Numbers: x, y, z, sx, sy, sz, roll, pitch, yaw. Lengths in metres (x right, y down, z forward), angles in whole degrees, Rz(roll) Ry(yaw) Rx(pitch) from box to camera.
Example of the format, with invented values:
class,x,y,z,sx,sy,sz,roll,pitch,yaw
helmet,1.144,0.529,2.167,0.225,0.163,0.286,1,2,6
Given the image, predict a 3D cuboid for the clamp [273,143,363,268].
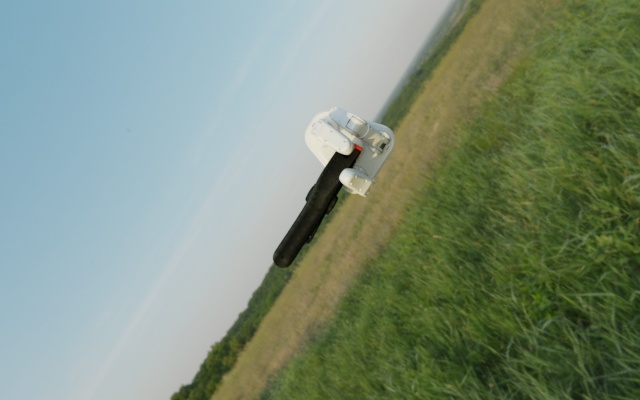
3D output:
class,x,y,z,sx,sy,sz,roll,pitch,yaw
clamp,0.000,0.002,0.605,0.039,0.171,0.120,33,8,-1
